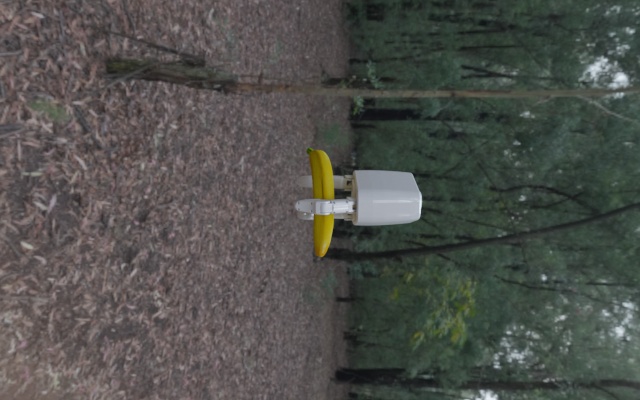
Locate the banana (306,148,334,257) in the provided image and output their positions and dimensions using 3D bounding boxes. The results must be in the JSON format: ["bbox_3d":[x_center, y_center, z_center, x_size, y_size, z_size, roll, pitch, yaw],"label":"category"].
[{"bbox_3d":[0.003,-0.004,0.818,0.037,0.197,0.070,-2,-12,-9],"label":"banana"}]
